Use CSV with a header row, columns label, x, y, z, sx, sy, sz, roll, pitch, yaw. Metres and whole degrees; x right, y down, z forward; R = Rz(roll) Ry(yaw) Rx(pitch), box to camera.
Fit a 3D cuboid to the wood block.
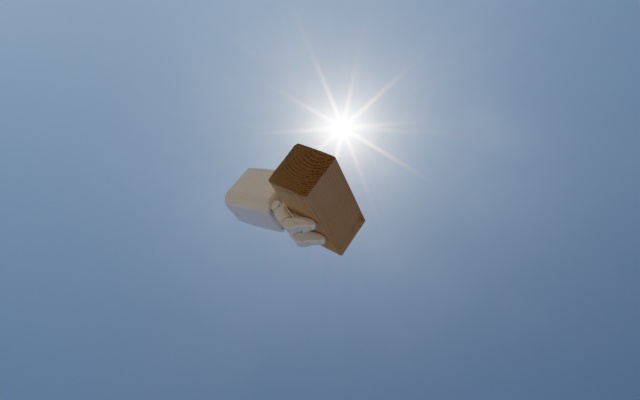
label,x,y,z,sx,sy,sz,roll,pitch,yaw
wood block,0.000,0.003,0.874,0.090,0.090,0.206,23,-22,32
